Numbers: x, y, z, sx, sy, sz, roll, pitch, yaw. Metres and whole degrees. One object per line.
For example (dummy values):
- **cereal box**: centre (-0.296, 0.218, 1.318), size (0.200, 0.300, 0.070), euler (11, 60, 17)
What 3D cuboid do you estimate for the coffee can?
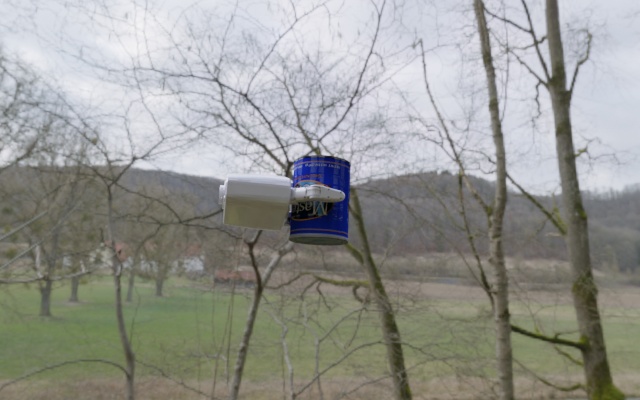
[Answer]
- **coffee can**: centre (0.000, 0.003, 0.834), size (0.103, 0.140, 0.103), euler (3, -12, 1)
